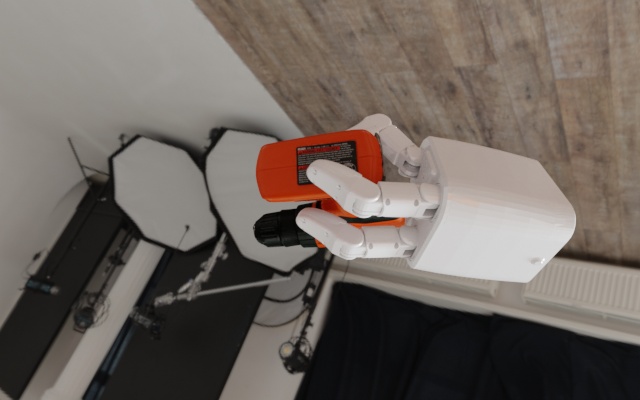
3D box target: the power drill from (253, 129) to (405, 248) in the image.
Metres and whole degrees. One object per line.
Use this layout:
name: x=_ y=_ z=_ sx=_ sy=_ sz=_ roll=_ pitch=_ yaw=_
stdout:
power drill: x=0.000 y=0.001 z=0.474 sx=0.184 sy=0.057 sz=0.188 roll=-9 pitch=-20 yaw=9
